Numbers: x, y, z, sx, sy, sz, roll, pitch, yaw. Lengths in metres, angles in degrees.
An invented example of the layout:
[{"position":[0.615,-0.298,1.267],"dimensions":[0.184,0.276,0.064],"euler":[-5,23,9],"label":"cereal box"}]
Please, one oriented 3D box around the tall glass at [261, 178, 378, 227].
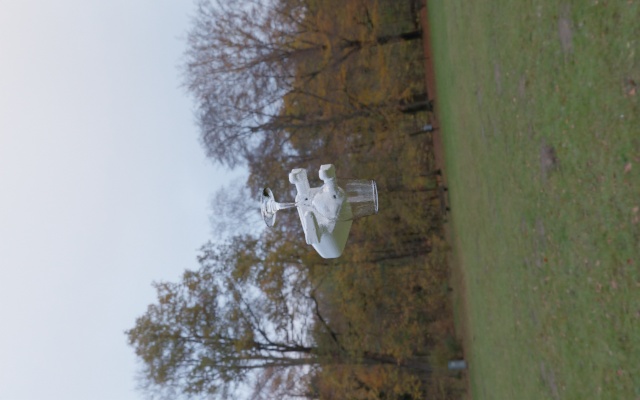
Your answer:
[{"position":[-0.001,0.003,0.856],"dimensions":[0.201,0.079,0.079],"euler":[-6,-1,13],"label":"tall glass"}]
